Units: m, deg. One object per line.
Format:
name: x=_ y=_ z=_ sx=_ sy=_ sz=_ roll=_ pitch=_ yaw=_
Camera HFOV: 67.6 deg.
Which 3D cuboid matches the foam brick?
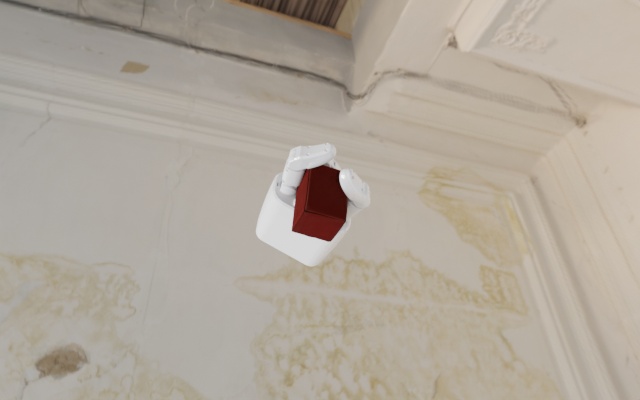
foam brick: x=0.000 y=0.002 z=0.584 sx=0.053 sy=0.078 sz=0.051 roll=17 pitch=-40 yaw=-14
